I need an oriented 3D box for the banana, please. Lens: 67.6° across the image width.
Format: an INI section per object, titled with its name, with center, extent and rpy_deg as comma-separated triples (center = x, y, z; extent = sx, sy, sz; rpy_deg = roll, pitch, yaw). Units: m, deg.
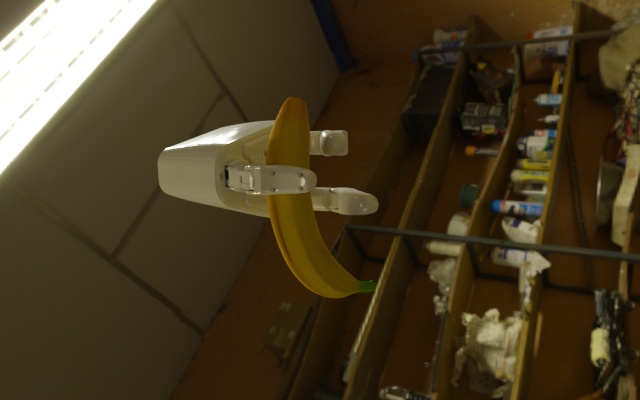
[banana]
center = -0.012, 0.013, 0.415
extent = 0.069, 0.198, 0.037
rpy_deg = -35, 25, -32
